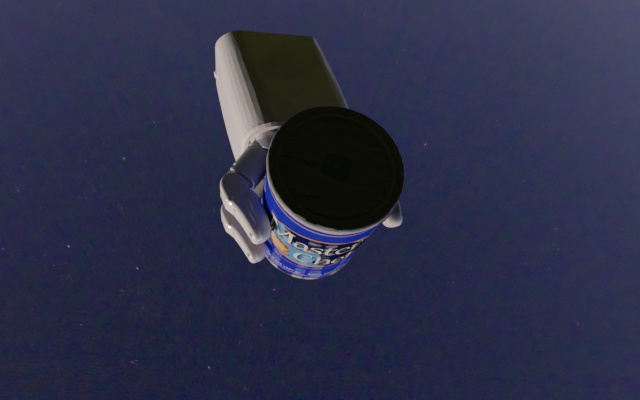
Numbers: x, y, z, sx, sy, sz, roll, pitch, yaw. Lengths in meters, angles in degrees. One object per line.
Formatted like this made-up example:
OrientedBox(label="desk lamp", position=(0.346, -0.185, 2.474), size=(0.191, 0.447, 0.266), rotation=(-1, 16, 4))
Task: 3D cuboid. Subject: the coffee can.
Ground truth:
OrientedBox(label="coffee can", position=(0.000, 0.001, 0.409), size=(0.103, 0.102, 0.140), rotation=(0, -23, -11))
